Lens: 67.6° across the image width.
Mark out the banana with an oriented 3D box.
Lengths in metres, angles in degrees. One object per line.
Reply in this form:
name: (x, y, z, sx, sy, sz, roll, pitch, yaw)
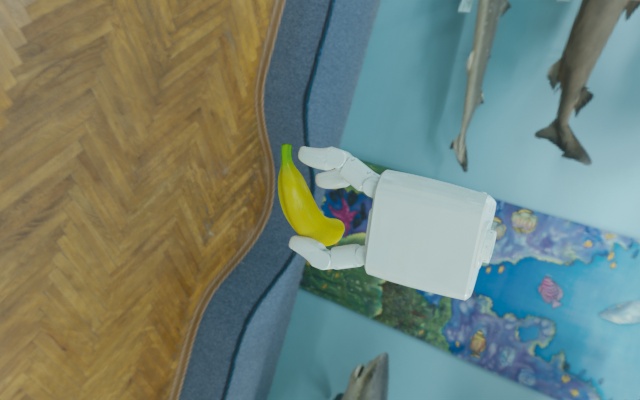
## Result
banana: (-0.007, 0.016, 0.567, 0.037, 0.069, 0.198, 10, -26, 25)
